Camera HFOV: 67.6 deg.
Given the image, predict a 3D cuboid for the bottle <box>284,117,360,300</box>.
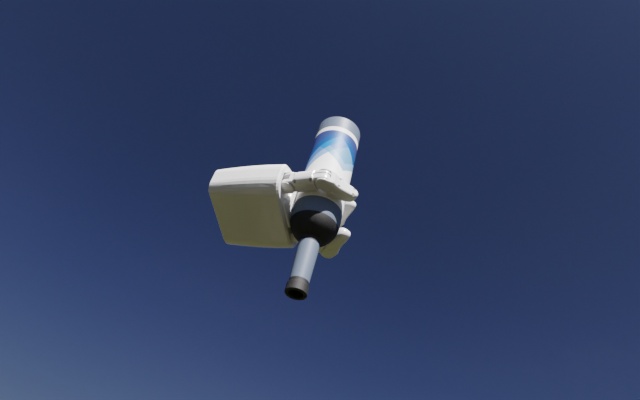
[{"bbox_3d":[0.000,0.002,0.653,0.069,0.295,0.069,9,-41,8],"label":"bottle"}]
